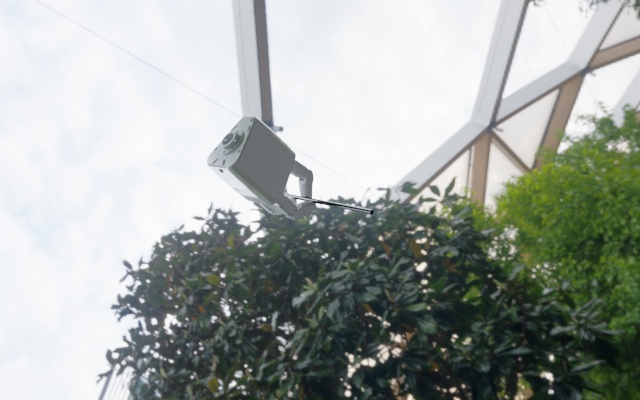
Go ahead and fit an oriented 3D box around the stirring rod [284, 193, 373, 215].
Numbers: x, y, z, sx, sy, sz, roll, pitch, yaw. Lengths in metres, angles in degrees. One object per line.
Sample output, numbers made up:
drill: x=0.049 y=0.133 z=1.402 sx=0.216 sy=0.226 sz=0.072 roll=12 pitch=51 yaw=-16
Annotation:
stirring rod: x=0.000 y=0.003 z=0.841 sx=0.011 sy=0.011 sz=0.239 roll=0 pitch=8 yaw=-43
